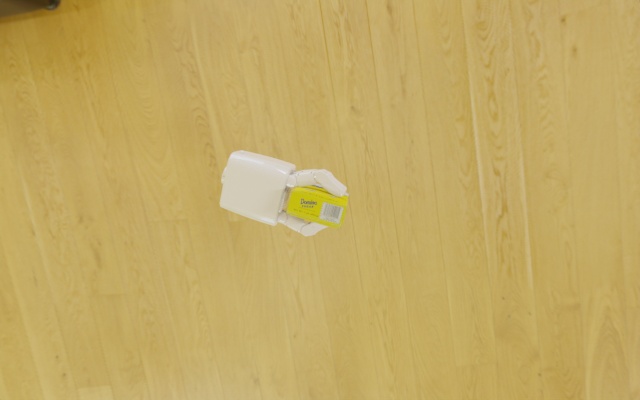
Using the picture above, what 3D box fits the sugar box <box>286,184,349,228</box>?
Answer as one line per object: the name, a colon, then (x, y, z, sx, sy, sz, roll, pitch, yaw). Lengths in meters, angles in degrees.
sugar box: (0.000, 0.002, 0.839, 0.093, 0.048, 0.176, 17, 11, 1)
